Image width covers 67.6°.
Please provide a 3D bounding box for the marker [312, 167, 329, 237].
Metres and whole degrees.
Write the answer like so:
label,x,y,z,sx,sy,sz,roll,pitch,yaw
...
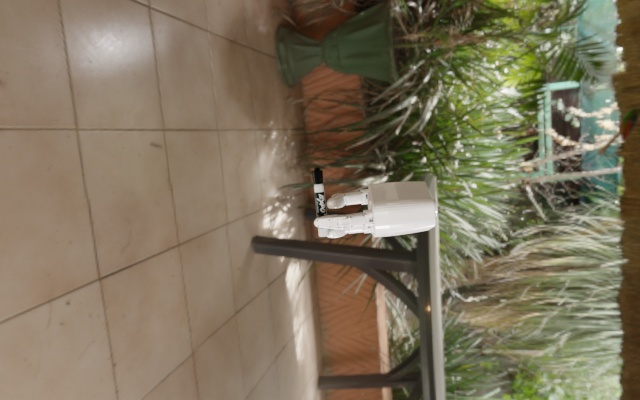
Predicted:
label,x,y,z,sx,sy,sz,roll,pitch,yaw
marker,0.000,0.003,0.833,0.020,0.121,0.020,-6,9,1
